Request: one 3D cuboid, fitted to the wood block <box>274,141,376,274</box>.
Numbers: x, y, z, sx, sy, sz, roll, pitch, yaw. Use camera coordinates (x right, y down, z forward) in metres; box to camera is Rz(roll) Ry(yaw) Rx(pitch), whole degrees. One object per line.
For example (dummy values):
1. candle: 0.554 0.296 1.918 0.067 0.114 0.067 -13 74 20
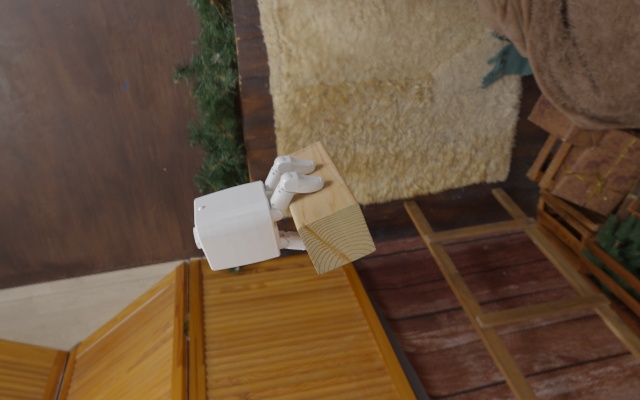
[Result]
1. wood block: 0.000 0.003 0.726 0.090 0.091 0.206 -23 33 -1
